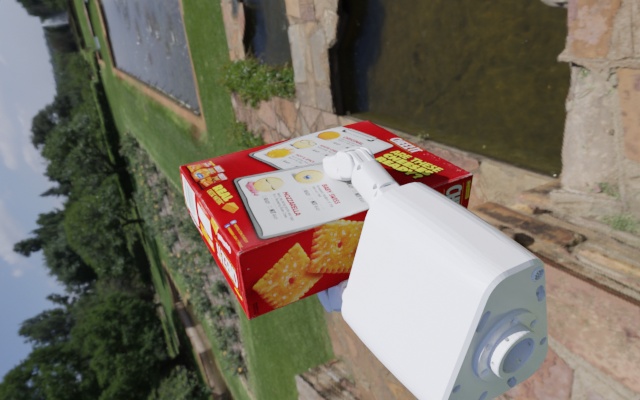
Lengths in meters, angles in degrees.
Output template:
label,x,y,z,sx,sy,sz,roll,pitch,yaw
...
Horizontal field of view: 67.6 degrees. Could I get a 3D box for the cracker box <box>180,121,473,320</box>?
label,x,y,z,sx,sy,sz,roll,pitch,yaw
cracker box,0.000,0.001,0.439,0.213,0.072,0.164,-17,33,-24
